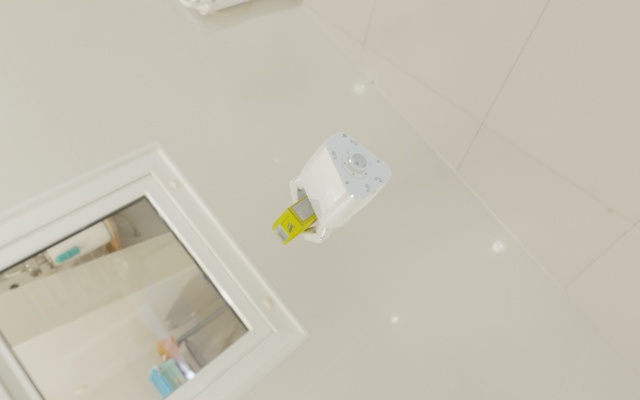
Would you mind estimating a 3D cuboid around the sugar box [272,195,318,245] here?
[{"bbox_3d":[0.000,0.003,0.846,0.176,0.048,0.093,-34,-7,-33],"label":"sugar box"}]
